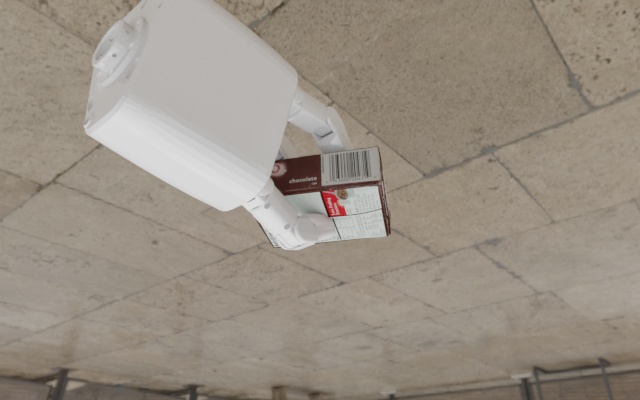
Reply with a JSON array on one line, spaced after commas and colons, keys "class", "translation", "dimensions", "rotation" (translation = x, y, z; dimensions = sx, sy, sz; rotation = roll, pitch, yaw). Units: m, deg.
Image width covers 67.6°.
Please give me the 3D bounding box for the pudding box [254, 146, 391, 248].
[{"class": "pudding box", "translation": [0.000, 0.001, 0.406], "dimensions": [0.113, 0.039, 0.090], "rotation": [-5, -32, 10]}]
